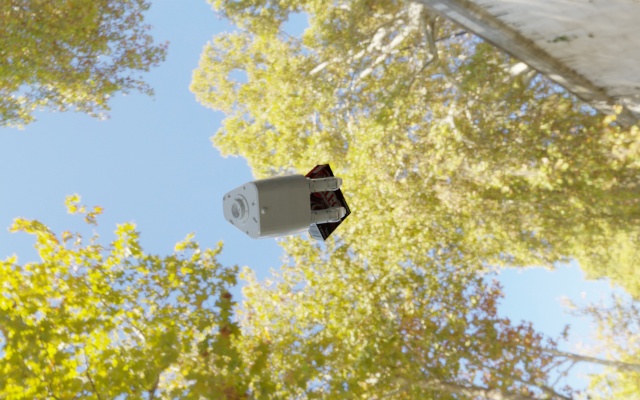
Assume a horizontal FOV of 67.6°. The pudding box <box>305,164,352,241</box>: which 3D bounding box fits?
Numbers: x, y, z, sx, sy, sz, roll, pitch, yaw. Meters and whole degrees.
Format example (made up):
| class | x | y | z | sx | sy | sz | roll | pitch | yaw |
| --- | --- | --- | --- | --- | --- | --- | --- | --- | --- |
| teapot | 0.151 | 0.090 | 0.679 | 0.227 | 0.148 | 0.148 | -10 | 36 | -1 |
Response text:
| class | x | y | z | sx | sy | sz | roll | pitch | yaw |
| --- | --- | --- | --- | --- | --- | --- | --- | --- | --- |
| pudding box | 0.000 | 0.003 | 0.869 | 0.039 | 0.113 | 0.090 | 4 | 37 | 45 |
